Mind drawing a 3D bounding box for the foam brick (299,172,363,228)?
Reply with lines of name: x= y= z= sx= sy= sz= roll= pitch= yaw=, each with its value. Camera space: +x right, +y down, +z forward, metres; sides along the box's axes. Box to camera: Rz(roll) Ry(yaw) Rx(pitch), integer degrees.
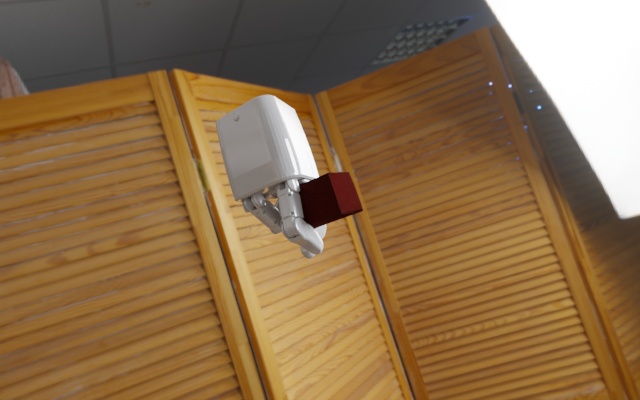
foam brick: x=0.000 y=0.002 z=0.574 sx=0.078 sy=0.051 sz=0.053 roll=-21 pitch=-9 yaw=32
